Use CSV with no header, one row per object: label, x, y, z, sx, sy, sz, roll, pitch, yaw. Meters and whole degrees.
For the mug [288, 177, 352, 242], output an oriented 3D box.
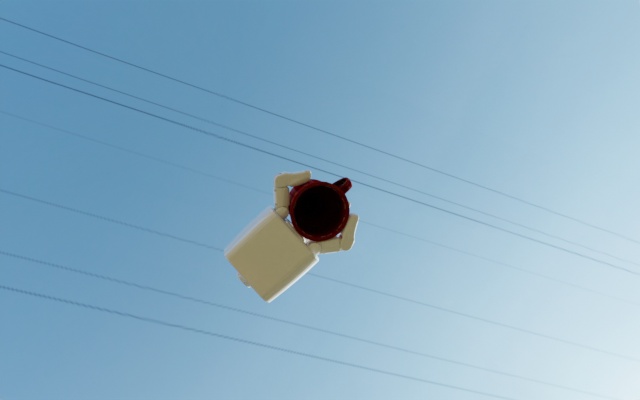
mug,0.001,0.001,0.763,0.117,0.093,0.081,-41,16,-3
